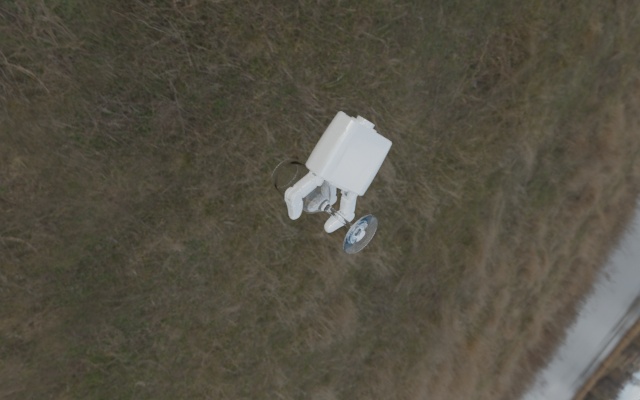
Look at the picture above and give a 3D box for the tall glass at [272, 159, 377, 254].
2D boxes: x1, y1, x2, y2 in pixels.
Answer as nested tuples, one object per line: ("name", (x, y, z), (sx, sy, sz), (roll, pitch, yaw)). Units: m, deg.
("tall glass", (0.000, 0.003, 0.812), (0.079, 0.079, 0.201), (0, 31, -49))
